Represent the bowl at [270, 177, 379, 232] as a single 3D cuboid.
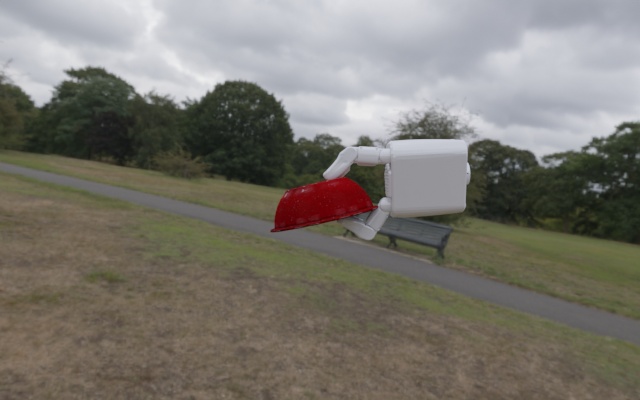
[{"bbox_3d":[-0.001,0.002,0.695,0.162,0.055,0.162,-13,1,0],"label":"bowl"}]
